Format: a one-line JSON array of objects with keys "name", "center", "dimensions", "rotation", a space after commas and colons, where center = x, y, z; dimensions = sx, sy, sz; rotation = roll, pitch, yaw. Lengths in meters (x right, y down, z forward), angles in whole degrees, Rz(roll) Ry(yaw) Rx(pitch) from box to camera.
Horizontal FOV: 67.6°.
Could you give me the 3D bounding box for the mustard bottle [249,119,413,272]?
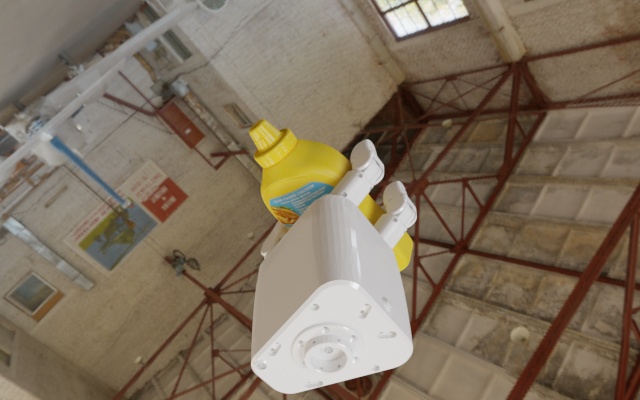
[{"name": "mustard bottle", "center": [0.000, 0.001, 0.455], "dimensions": [0.096, 0.192, 0.058], "rotation": [-20, 31, 38]}]
